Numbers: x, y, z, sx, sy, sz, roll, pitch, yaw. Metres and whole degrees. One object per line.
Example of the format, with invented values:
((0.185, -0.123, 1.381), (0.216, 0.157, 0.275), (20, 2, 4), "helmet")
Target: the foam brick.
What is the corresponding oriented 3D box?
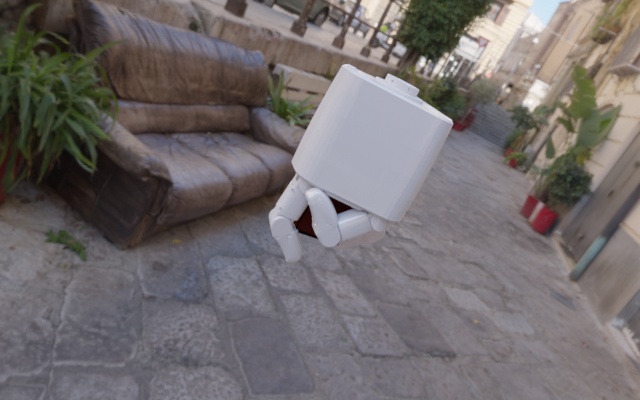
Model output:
((0.000, 0.002, 0.510), (0.053, 0.051, 0.078), (20, 20, -22), "foam brick")
